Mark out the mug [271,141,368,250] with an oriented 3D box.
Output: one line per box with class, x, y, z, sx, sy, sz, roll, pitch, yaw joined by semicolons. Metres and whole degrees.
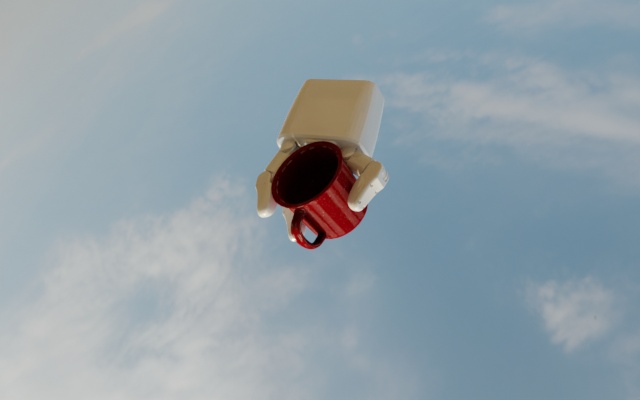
mug;0.000;0.003;0.550;0.093;0.117;0.081;-4;-37;35
